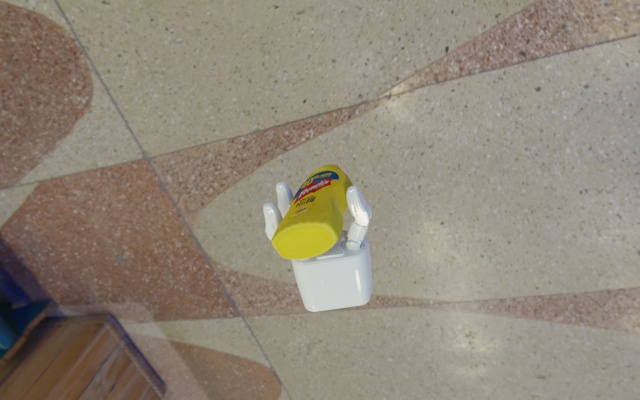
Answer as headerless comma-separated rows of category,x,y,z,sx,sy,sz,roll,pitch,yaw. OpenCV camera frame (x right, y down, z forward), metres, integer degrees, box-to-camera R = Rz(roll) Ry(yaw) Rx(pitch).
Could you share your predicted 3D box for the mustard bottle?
mustard bottle,0.000,0.002,0.699,0.096,0.058,0.191,-22,25,29
